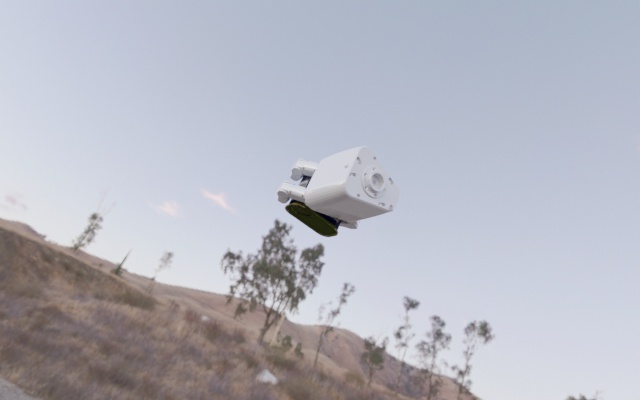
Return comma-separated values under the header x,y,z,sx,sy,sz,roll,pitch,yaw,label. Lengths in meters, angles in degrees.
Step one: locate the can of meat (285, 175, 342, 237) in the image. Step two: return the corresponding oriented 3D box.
x,y,z,sx,sy,sz,roll,pitch,yaw,label
0.000,0.003,0.852,0.102,0.084,0.057,36,-27,-21,can of meat
